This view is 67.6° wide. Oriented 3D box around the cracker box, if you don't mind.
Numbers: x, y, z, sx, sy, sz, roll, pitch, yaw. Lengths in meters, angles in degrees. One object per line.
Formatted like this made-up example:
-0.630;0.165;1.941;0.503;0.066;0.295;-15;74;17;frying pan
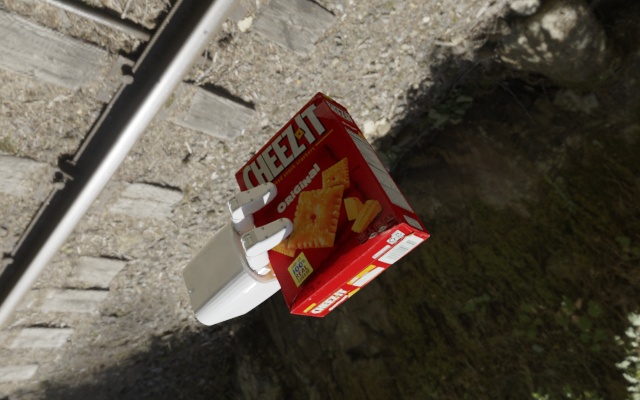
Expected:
0.000;0.002;0.567;0.164;0.213;0.072;-41;-34;19;cracker box
